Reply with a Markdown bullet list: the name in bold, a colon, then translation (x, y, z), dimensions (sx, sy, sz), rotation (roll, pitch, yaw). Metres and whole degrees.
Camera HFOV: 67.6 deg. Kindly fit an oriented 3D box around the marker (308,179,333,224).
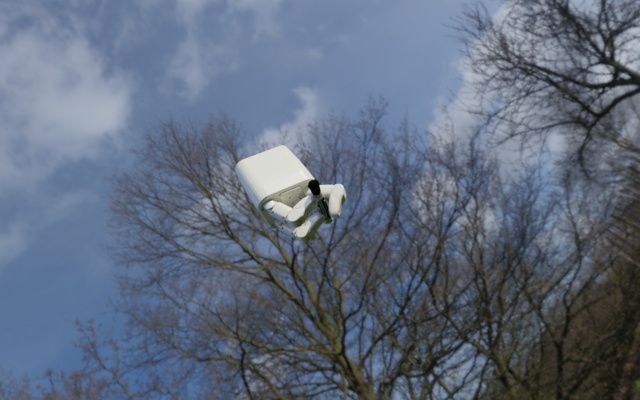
- **marker**: translation (0.000, 0.003, 0.805), dimensions (0.020, 0.020, 0.121), rotation (0, -32, 15)
